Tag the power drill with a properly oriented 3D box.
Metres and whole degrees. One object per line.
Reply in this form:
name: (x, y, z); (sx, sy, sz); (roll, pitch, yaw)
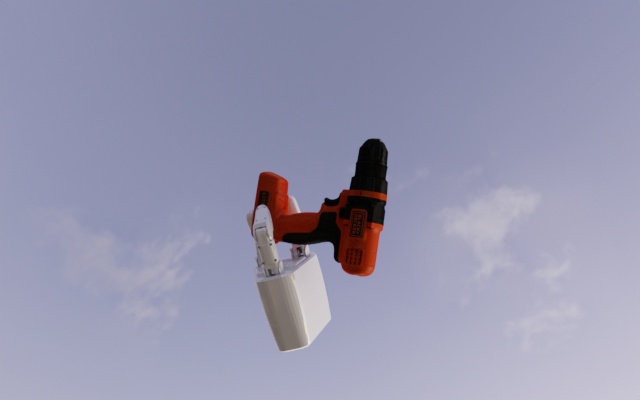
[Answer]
power drill: (0.000, 0.002, 0.663); (0.187, 0.184, 0.057); (5, -7, 28)
